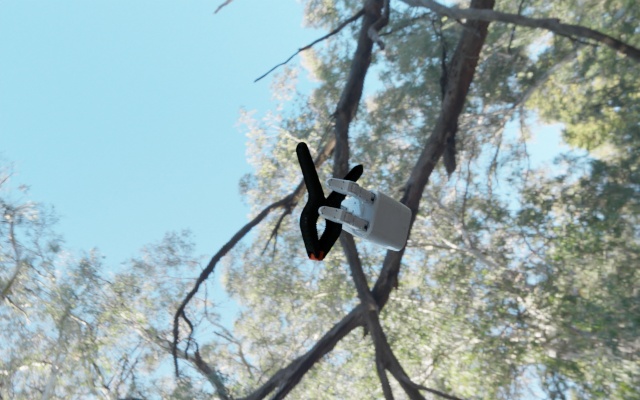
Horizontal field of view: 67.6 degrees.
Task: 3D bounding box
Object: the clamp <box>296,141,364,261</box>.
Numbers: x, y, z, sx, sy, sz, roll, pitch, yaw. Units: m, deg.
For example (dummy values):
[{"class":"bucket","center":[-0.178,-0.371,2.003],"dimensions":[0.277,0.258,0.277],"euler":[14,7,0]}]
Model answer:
[{"class":"clamp","center":[0.000,0.003,0.877],"dimensions":[0.164,0.210,0.036],"euler":[25,-17,-37]}]
